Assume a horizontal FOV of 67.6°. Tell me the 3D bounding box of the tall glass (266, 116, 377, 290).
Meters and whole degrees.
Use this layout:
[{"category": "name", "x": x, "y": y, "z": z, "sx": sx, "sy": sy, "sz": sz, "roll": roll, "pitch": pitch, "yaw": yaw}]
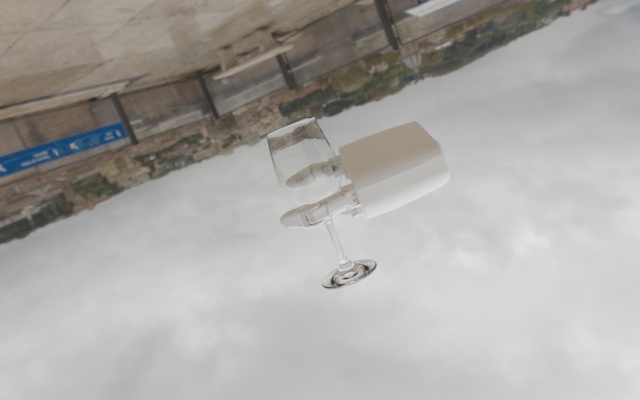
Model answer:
[{"category": "tall glass", "x": 0.000, "y": 0.003, "z": 0.581, "sx": 0.079, "sy": 0.201, "sz": 0.079, "roll": -21, "pitch": 11, "yaw": 4}]
